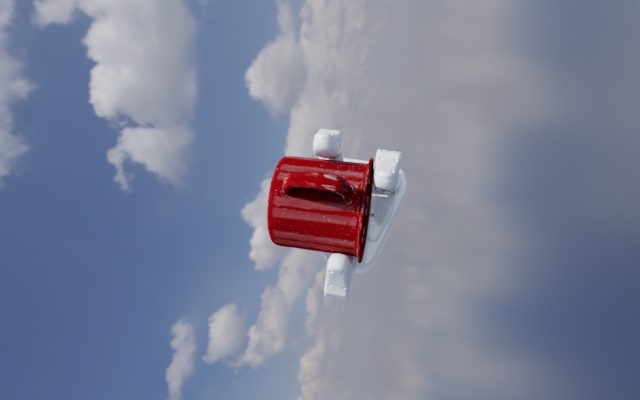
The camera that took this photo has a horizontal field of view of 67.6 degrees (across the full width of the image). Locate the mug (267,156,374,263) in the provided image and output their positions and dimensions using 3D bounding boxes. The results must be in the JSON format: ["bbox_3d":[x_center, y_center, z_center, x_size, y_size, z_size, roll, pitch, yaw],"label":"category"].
[{"bbox_3d":[0.000,0.001,0.412,0.081,0.093,0.117,7,-13,9],"label":"mug"}]
